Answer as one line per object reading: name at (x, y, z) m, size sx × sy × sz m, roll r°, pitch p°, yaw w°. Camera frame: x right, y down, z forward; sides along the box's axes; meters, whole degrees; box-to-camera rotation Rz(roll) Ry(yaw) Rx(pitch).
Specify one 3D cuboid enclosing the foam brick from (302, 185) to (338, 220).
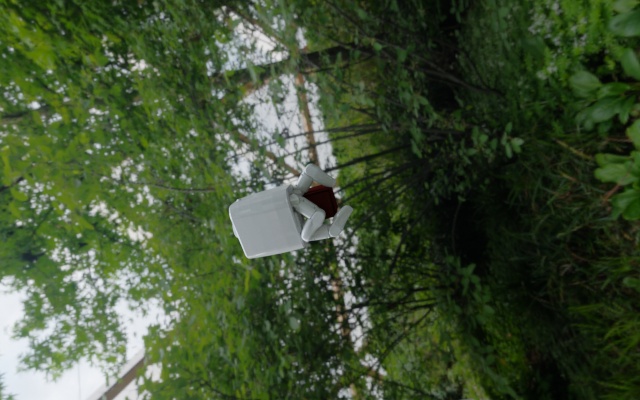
foam brick at (0.000, 0.003, 0.872) m, size 0.051 × 0.053 × 0.078 m, roll -15°, pitch 9°, yaw 6°
